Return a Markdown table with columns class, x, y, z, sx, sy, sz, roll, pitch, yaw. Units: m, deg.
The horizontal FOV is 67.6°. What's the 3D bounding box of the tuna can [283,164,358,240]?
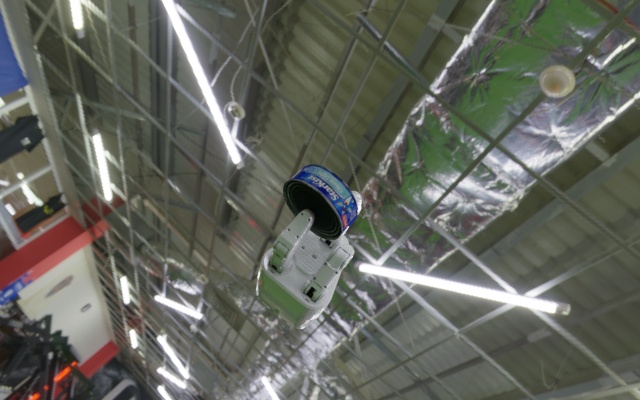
| class | x | y | z | sx | sy | sz | roll | pitch | yaw |
| --- | --- | --- | --- | --- | --- | --- | --- | --- | --- |
| tuna can | 0.000 | 0.001 | 0.539 | 0.033 | 0.086 | 0.086 | -44 | 24 | -28 |
